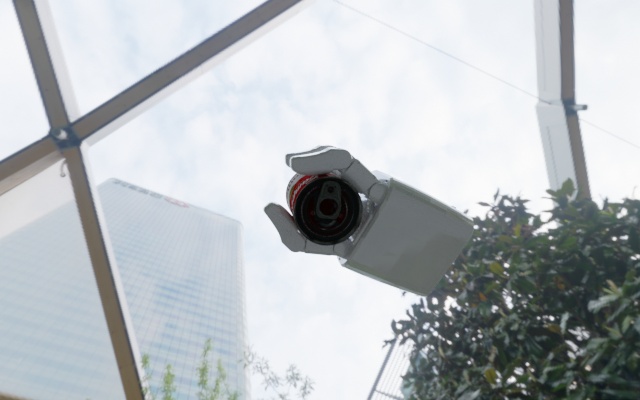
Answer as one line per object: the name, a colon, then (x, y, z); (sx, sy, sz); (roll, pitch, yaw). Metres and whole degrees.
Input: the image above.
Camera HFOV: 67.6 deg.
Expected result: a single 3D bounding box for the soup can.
soup can: (0.000, 0.002, 0.507); (0.068, 0.068, 0.102); (0, 10, -9)
